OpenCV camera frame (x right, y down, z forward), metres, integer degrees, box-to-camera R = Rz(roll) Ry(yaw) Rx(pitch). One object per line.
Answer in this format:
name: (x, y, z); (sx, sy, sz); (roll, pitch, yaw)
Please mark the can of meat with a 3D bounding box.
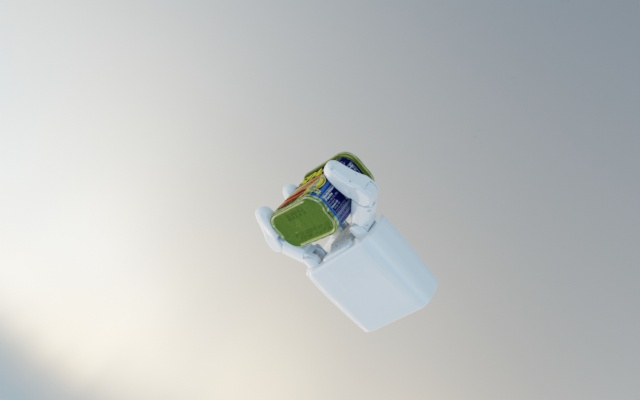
can of meat: (0.000, 0.002, 0.543); (0.102, 0.057, 0.084); (-28, 18, 49)
